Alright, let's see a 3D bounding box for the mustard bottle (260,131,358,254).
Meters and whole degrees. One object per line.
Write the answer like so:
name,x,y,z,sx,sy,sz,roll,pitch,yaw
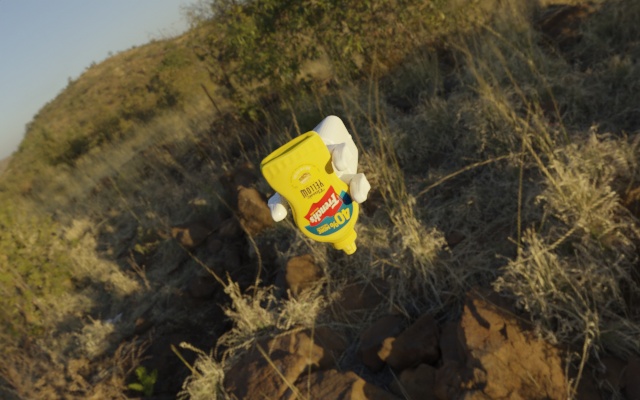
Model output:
mustard bottle,0.000,0.002,0.697,0.096,0.192,0.058,-32,23,0
